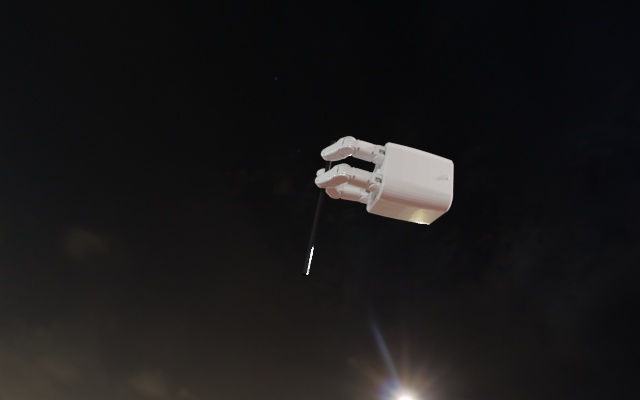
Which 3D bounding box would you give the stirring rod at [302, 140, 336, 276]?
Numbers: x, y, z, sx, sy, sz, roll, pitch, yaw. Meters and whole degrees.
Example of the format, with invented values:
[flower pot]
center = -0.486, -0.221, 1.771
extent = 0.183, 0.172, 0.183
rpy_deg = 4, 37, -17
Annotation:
[stirring rod]
center = 0.000, 0.002, 0.707
extent = 0.011, 0.239, 0.011
rpy_deg = 8, -35, 6
